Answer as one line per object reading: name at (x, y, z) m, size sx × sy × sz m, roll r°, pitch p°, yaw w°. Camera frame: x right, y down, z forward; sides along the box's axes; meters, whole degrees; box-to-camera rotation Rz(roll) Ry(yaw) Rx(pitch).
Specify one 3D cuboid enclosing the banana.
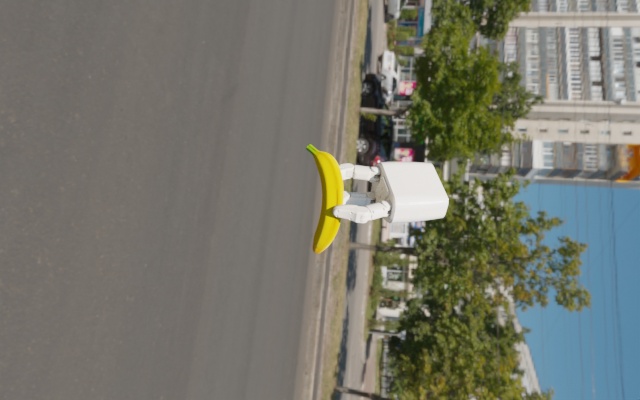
banana at (0.011, 0.002, 0.834) m, size 0.037 × 0.198 × 0.069 m, roll -9°, pitch 13°, yaw -36°
